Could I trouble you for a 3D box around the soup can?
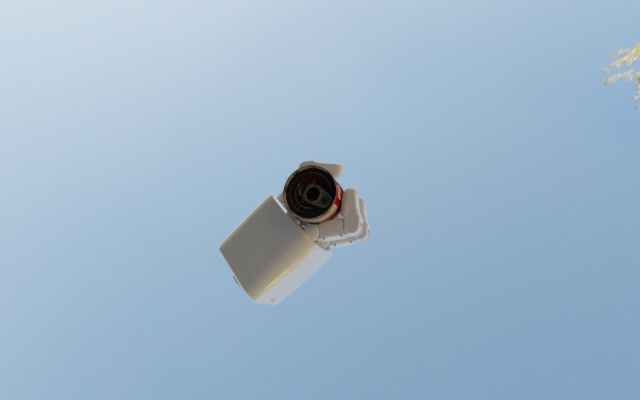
[{"bbox_3d":[0.000,0.002,0.621,0.068,0.068,0.102,0,-14,16],"label":"soup can"}]
